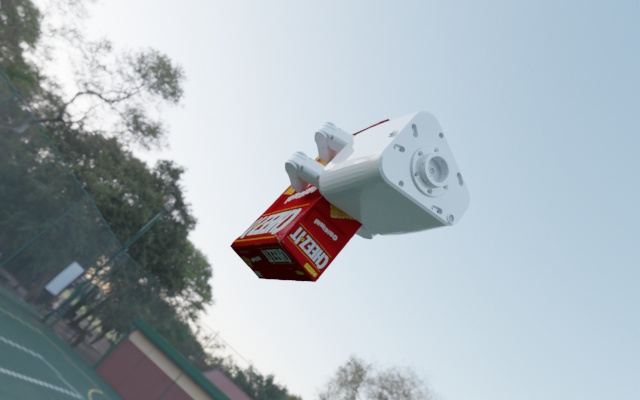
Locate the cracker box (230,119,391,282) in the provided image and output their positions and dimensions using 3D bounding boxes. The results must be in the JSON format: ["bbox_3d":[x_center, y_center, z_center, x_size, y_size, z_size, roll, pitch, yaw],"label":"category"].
[{"bbox_3d":[0.000,0.002,0.609,0.213,0.072,0.164,-47,15,-26],"label":"cracker box"}]
